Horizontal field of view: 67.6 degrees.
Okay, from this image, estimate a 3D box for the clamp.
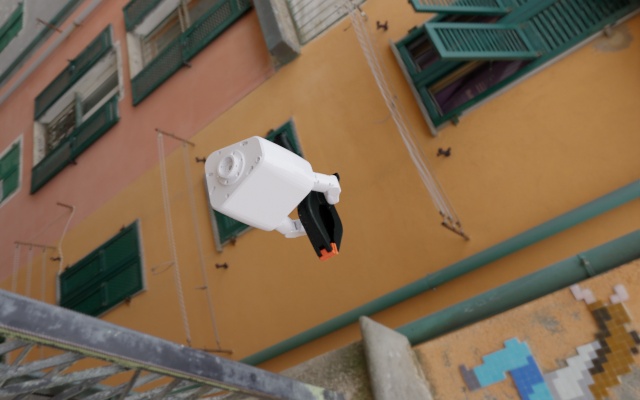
[{"bbox_3d":[0.001,0.003,0.771,0.036,0.209,0.164,-32,-33,25],"label":"clamp"}]
